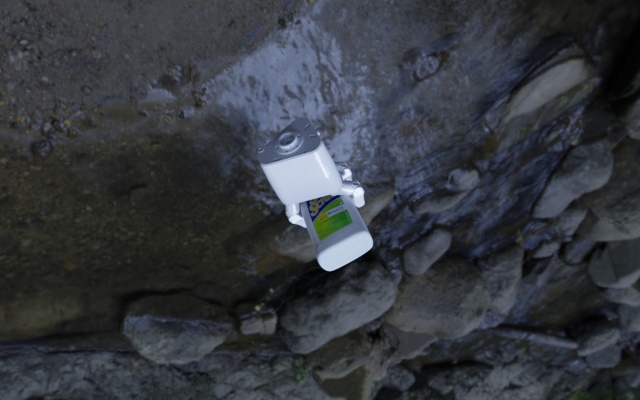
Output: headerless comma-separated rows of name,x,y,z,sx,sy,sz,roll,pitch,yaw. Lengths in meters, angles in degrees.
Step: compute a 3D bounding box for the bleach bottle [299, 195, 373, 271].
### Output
bleach bottle,0.000,0.003,0.878,0.102,0.250,0.068,-29,-41,0
